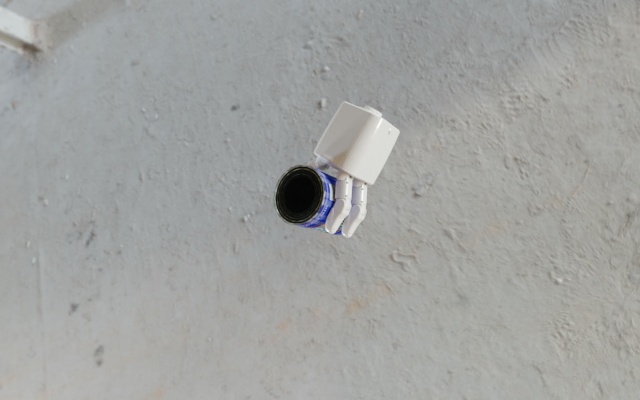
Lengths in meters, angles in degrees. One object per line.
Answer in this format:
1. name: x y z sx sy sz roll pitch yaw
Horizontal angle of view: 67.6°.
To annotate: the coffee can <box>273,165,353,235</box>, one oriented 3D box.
1. coffee can: 0.000 0.003 0.842 0.103 0.103 0.140 0 -10 33
